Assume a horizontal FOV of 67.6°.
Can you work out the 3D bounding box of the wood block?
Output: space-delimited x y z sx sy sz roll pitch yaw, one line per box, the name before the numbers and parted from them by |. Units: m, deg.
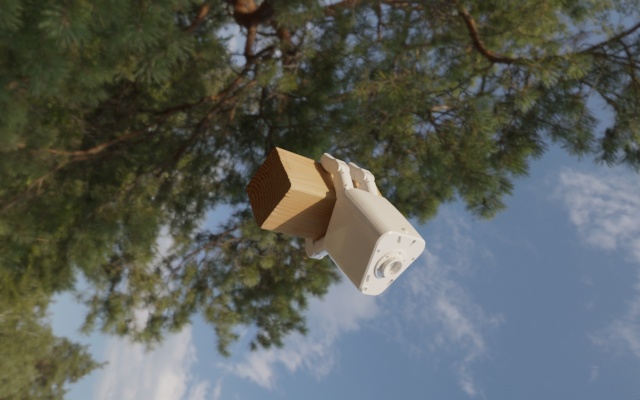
wood block | 0.000 0.003 0.751 0.206 0.090 0.091 16 -55 -38
